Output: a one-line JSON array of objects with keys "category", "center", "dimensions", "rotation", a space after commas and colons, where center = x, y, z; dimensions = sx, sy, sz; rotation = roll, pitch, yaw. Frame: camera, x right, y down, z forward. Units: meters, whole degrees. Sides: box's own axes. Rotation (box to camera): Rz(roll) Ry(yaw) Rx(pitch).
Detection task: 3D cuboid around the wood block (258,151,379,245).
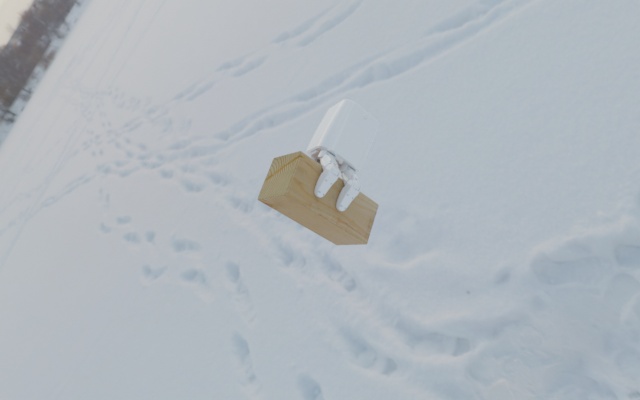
[{"category": "wood block", "center": [0.000, 0.003, 0.892], "dimensions": [0.206, 0.090, 0.091], "rotation": [32, -24, -32]}]
